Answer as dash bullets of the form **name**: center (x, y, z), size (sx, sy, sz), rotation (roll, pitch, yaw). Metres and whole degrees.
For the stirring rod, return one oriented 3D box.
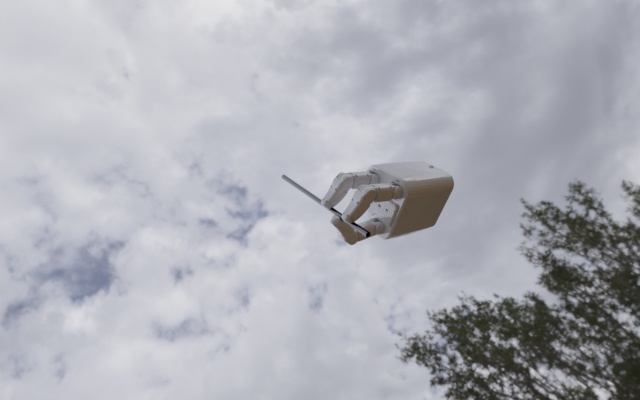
- **stirring rod**: center (0.000, 0.002, 0.735), size (0.011, 0.011, 0.239), rotation (0, 21, -35)
